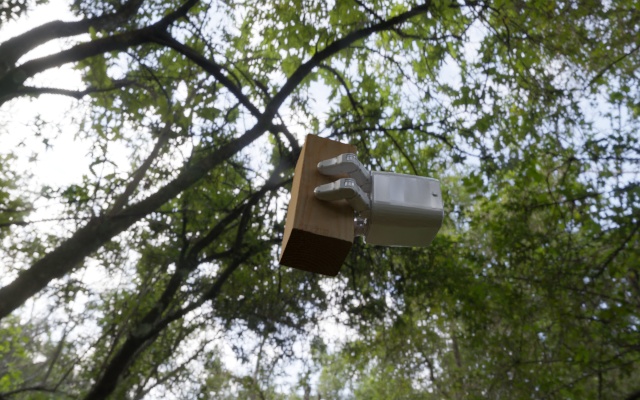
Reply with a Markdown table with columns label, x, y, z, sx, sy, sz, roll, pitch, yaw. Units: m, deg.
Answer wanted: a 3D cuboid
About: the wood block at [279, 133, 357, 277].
| label | x | y | z | sx | sy | sz | roll | pitch | yaw |
| --- | --- | --- | --- | --- | --- | --- | --- | --- | --- |
| wood block | 0.000 | 0.003 | 0.744 | 0.090 | 0.206 | 0.091 | 14 | -45 | -8 |
